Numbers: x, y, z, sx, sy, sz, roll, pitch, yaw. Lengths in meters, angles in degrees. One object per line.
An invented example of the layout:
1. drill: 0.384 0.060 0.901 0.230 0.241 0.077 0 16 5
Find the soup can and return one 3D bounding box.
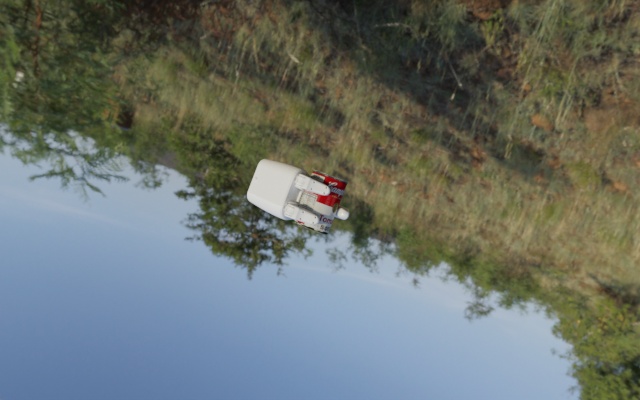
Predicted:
1. soup can: 0.000 0.003 0.864 0.068 0.102 0.068 21 1 0
